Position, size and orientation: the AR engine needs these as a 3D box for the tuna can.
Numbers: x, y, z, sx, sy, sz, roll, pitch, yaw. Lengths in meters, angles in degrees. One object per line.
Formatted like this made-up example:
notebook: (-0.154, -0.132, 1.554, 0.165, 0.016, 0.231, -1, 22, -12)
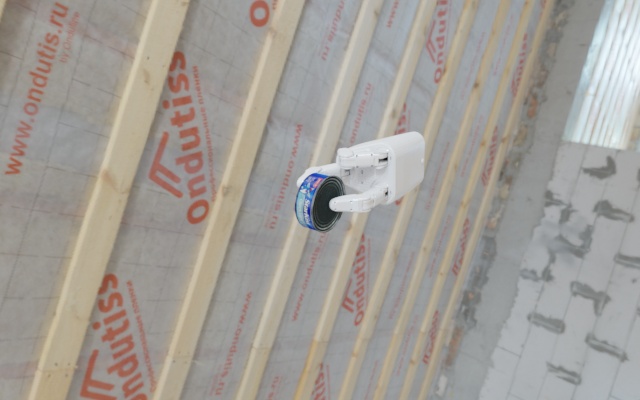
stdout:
tuna can: (0.000, 0.002, 0.702, 0.033, 0.086, 0.086, 15, 8, 33)
